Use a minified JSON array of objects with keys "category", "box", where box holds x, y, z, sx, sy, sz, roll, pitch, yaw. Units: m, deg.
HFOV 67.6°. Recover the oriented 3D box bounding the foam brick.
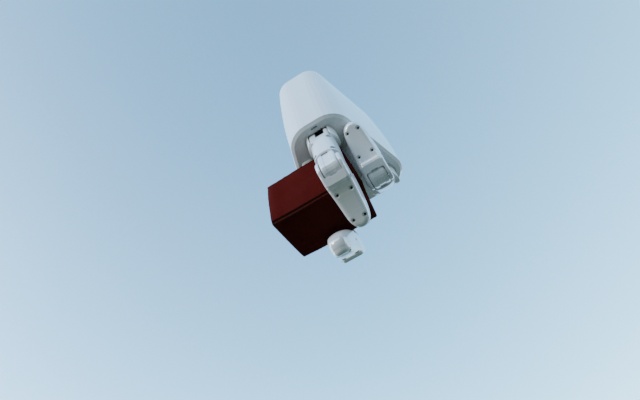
[{"category":"foam brick","box":[0.000,0.002,0.419,0.078,0.053,0.051,-30,39,9]}]
